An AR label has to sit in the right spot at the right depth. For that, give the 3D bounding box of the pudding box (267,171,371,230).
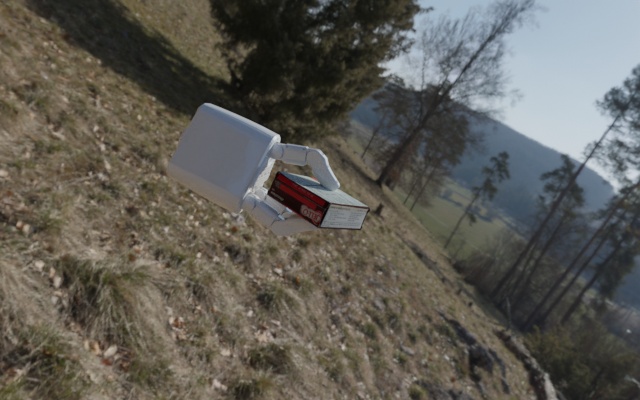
[{"bbox_3d":[0.000,0.002,0.616,0.090,0.039,0.113,33,15,30],"label":"pudding box"}]
